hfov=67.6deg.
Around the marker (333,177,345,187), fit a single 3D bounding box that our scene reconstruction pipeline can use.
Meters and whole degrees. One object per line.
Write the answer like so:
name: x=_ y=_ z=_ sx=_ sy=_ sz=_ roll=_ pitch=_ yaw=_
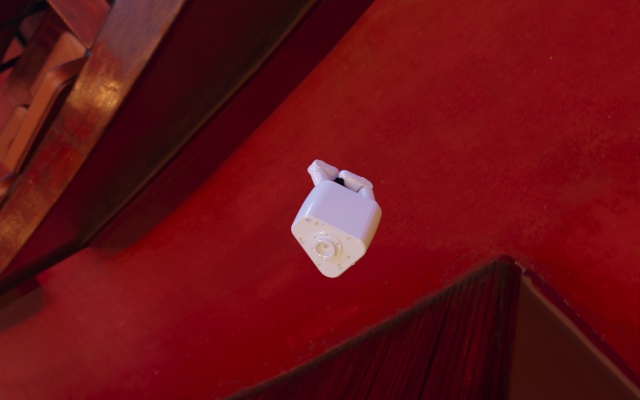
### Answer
marker: x=0.000 y=0.003 z=0.801 sx=0.020 sy=0.020 sz=0.121 roll=0 pitch=-37 yaw=-46
